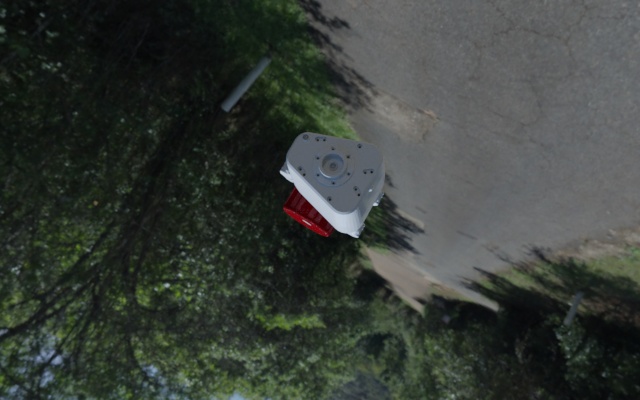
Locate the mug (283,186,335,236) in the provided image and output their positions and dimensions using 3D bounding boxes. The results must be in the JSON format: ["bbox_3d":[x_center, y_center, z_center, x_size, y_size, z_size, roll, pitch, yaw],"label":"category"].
[{"bbox_3d":[0.000,0.003,0.716,0.093,0.081,0.117,30,-9,13],"label":"mug"}]
